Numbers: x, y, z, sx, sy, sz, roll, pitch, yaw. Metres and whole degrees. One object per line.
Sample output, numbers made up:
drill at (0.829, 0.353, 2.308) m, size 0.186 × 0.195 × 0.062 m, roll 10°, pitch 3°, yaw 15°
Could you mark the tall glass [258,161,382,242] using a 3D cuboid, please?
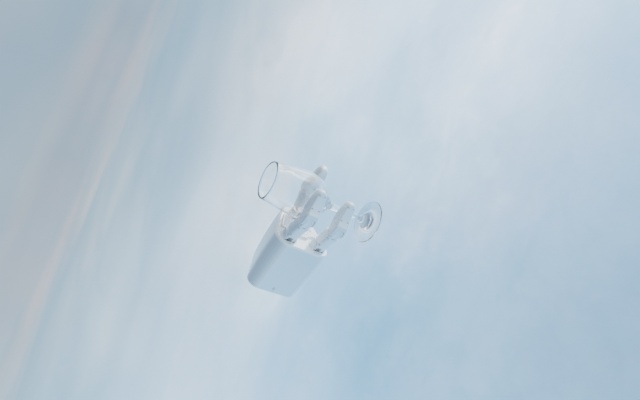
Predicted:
tall glass at (0.001, 0.003, 0.776) m, size 0.201 × 0.079 × 0.079 m, roll 23°, pitch -11°, yaw -27°
